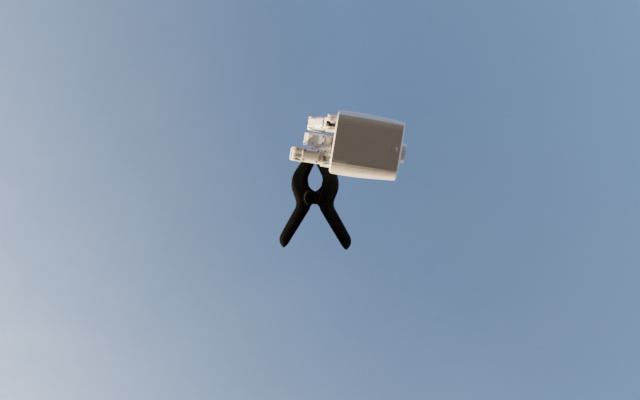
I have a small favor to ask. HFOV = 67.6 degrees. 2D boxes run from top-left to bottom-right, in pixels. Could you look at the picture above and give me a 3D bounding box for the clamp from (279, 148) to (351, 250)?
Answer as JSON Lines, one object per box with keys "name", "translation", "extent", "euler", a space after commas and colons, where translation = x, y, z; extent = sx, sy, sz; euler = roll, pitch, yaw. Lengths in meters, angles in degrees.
{"name": "clamp", "translation": [0.000, 0.002, 0.787], "extent": [0.120, 0.171, 0.039], "euler": [9, 6, 7]}
